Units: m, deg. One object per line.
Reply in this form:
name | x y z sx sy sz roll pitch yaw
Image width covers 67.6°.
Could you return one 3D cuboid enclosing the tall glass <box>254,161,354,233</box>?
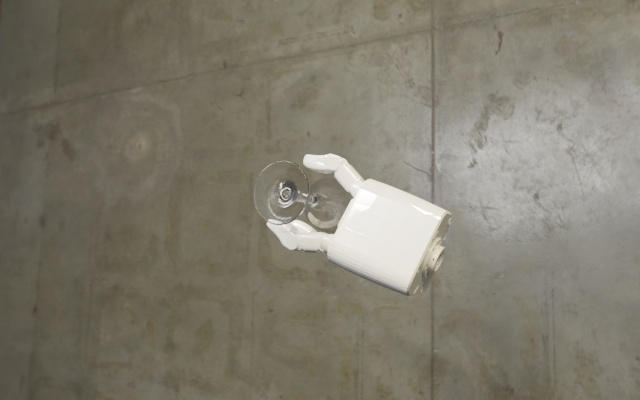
tall glass | 0.000 0.002 0.631 0.079 0.079 0.201 0 -6 27
